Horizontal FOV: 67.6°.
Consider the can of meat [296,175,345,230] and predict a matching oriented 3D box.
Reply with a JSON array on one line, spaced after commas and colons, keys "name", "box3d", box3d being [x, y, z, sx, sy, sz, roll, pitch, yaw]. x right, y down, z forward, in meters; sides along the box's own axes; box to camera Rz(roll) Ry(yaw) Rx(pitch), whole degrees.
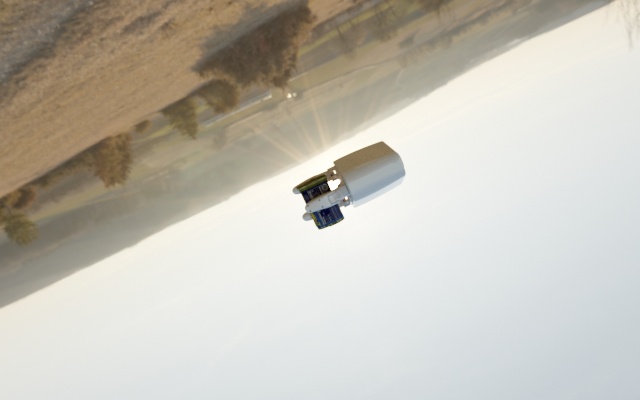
[{"name": "can of meat", "box3d": [0.000, 0.003, 0.865, 0.057, 0.084, 0.102, -26, 6, -2]}]
